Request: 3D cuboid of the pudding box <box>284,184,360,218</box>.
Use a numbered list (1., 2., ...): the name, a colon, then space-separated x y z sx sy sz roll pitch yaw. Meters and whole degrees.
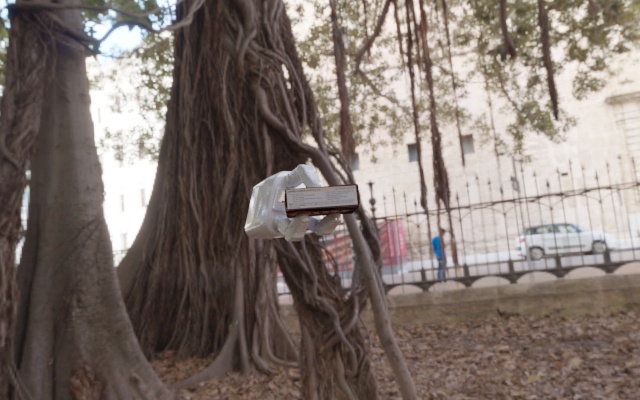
1. pudding box: 0.000 0.002 0.745 0.113 0.039 0.090 -6 -7 -4
